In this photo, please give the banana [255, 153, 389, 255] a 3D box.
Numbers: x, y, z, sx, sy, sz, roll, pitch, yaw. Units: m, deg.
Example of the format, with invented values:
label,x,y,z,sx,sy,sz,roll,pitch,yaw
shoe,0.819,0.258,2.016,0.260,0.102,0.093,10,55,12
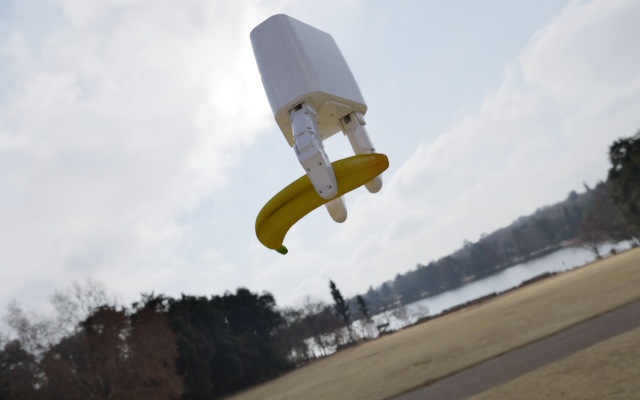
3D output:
label,x,y,z,sx,sy,sz,roll,pitch,yaw
banana,-0.016,0.003,0.495,0.069,0.037,0.198,1,-29,-42
